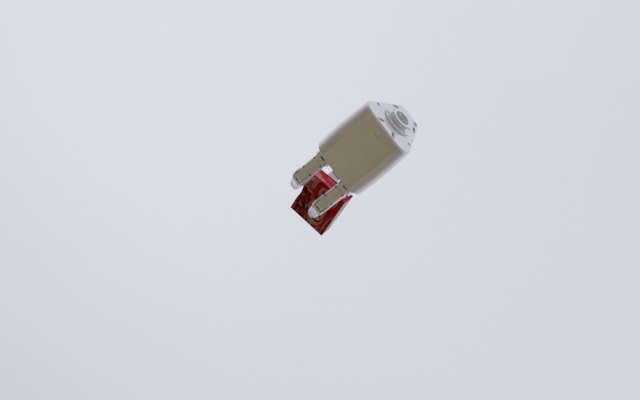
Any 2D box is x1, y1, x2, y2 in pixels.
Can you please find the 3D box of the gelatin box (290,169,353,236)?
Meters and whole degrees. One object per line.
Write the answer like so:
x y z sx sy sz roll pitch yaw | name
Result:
0.000 0.003 0.780 0.030 0.073 0.089 -36 -15 -50 | gelatin box
